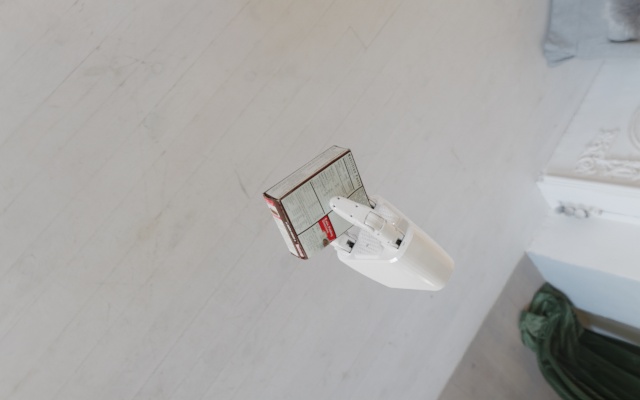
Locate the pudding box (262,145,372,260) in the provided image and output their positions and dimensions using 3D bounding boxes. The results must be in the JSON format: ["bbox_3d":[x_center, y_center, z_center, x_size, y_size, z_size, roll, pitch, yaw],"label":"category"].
[{"bbox_3d":[0.000,0.002,0.559,0.113,0.090,0.039,-37,30,-25],"label":"pudding box"}]
